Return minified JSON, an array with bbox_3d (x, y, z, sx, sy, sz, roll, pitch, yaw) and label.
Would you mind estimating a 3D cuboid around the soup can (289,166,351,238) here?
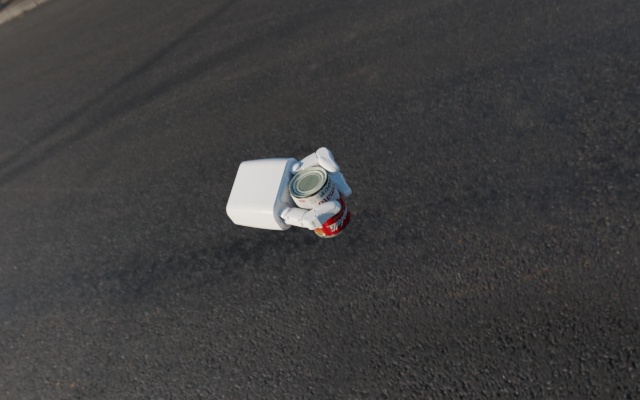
[{"bbox_3d":[0.000,0.002,0.769,0.068,0.068,0.102,0,-40,30],"label":"soup can"}]
